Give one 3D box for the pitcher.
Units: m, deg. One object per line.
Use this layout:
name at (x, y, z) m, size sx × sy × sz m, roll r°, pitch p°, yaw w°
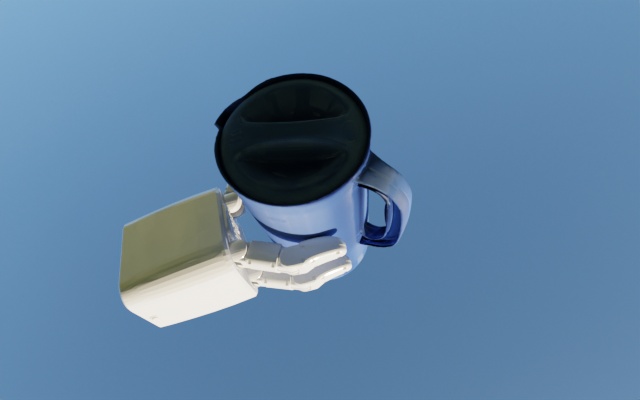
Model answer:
pitcher at (0.000, 0.002, 0.492) m, size 0.145 × 0.149 × 0.243 m, roll -19°, pitch -28°, yaw -1°
